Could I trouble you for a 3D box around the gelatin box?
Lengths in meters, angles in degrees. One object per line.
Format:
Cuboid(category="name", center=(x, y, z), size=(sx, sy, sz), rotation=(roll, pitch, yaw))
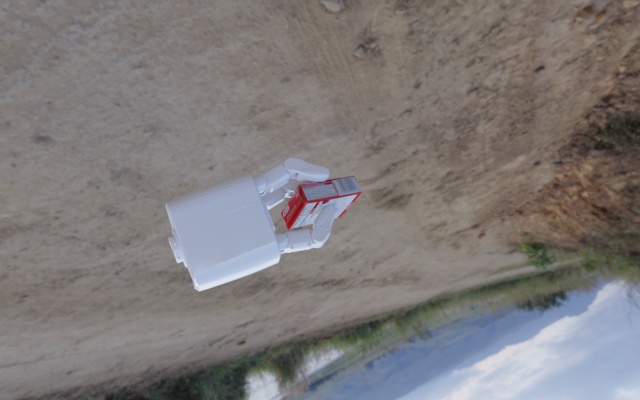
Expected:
Cuboid(category="gelatin box", center=(0.001, 0.002, 0.638), size=(0.089, 0.030, 0.073), rotation=(-11, -25, -30))
